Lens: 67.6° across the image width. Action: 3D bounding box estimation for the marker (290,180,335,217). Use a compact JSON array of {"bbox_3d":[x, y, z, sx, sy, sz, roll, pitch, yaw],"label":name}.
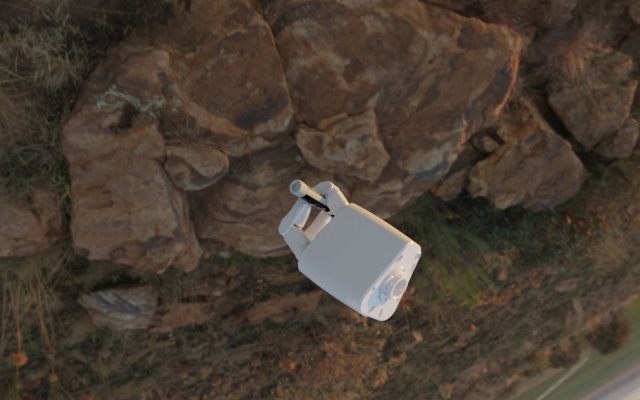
[{"bbox_3d":[0.000,0.002,0.650,0.020,0.020,0.121,0,-20,34],"label":"marker"}]
